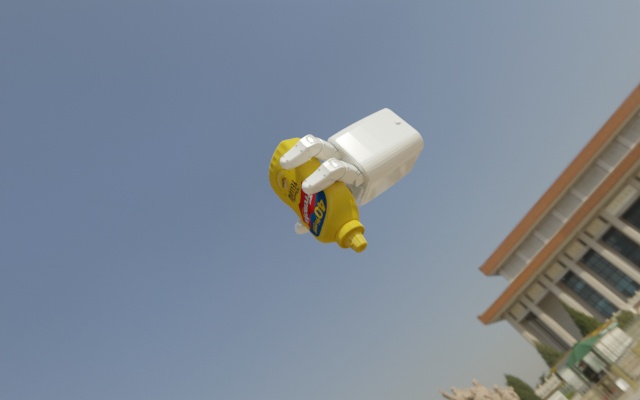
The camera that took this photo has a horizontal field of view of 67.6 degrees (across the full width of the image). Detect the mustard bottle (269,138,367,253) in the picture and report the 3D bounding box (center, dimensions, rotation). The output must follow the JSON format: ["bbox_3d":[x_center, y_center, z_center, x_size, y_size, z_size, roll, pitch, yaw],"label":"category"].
[{"bbox_3d":[0.000,0.002,0.665,0.058,0.096,0.191,-16,49,-35],"label":"mustard bottle"}]
